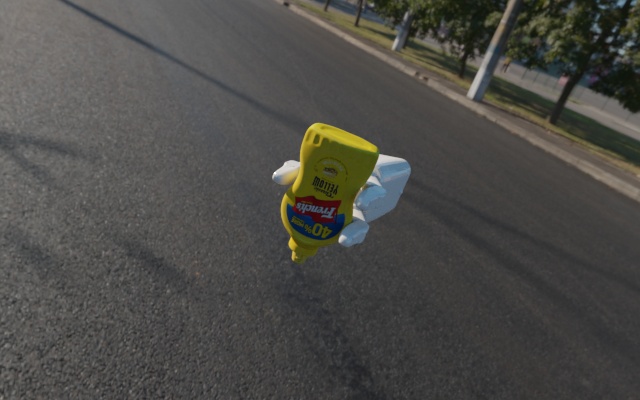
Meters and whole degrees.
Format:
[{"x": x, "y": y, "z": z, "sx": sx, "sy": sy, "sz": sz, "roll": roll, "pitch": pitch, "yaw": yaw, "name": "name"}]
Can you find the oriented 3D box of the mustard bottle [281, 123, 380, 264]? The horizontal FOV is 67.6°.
[{"x": 0.000, "y": 0.002, "z": 0.633, "sx": 0.096, "sy": 0.192, "sz": 0.058, "roll": 23, "pitch": 24, "yaw": 3, "name": "mustard bottle"}]
